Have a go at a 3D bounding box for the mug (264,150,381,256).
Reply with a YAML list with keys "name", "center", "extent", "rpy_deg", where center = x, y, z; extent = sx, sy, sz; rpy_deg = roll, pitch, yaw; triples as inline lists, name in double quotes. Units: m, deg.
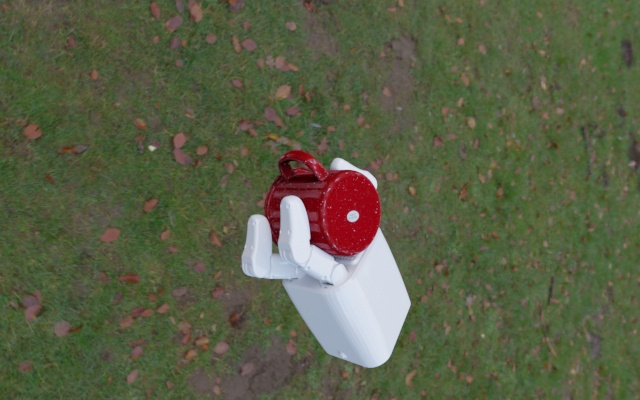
- name: "mug"
  center: [0.000, 0.000, 0.467]
  extent: [0.081, 0.117, 0.093]
  rpy_deg: [0, 34, 49]
